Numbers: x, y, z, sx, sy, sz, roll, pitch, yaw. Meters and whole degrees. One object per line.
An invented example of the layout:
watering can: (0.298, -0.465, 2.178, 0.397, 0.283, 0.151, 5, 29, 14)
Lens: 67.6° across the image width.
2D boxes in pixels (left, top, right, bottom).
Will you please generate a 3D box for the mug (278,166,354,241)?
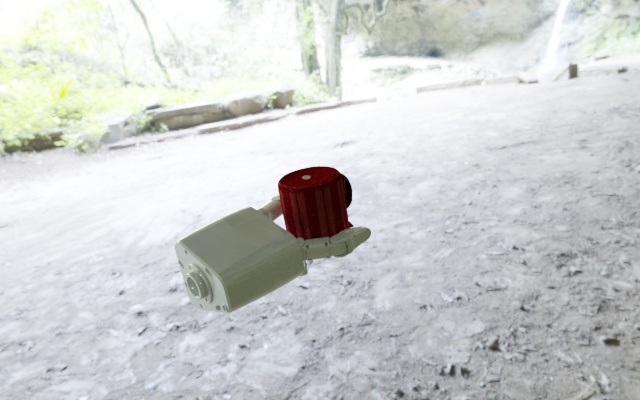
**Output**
mug: (0.001, 0.001, 0.615, 0.117, 0.081, 0.093, -27, 27, -37)
